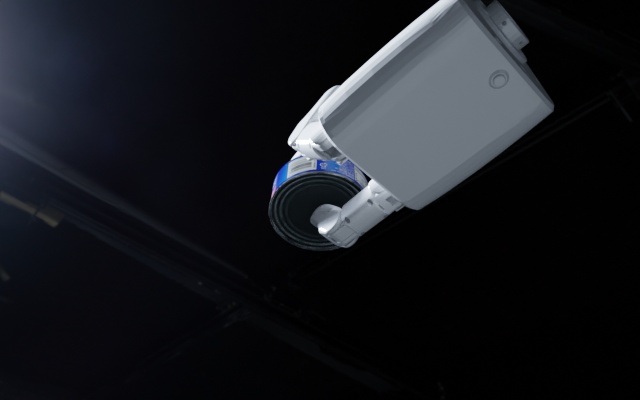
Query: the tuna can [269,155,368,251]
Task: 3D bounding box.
[{"bbox_3d":[0.000,0.001,0.410,0.086,0.086,0.033,0,39,1],"label":"tuna can"}]
